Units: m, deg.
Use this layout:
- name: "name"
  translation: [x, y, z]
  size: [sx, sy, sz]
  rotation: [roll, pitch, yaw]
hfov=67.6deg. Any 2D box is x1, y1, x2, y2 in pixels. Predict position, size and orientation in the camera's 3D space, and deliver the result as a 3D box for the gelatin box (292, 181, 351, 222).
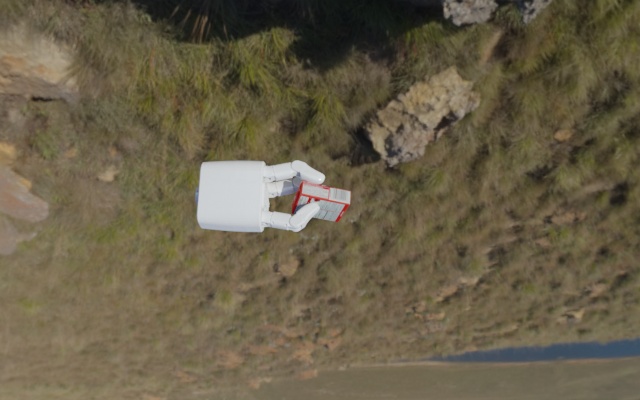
- name: "gelatin box"
  translation: [0.000, 0.003, 0.824]
  size: [0.089, 0.030, 0.073]
  rotation: [12, -30, -9]
